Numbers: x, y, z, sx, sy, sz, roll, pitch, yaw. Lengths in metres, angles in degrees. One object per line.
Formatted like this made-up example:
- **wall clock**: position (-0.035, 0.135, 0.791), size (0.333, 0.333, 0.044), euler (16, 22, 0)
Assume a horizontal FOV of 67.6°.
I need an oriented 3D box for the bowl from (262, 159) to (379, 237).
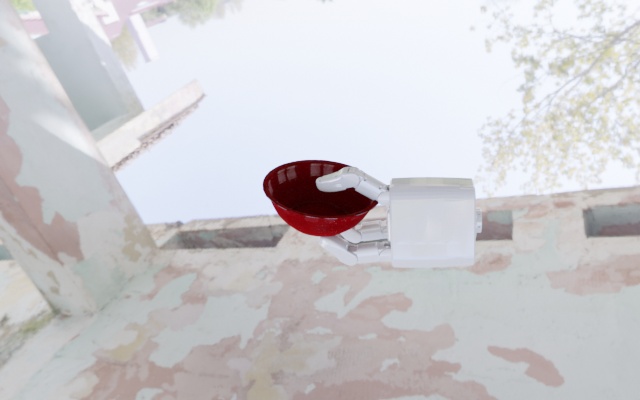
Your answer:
- **bowl**: position (-0.001, 0.002, 0.659), size (0.162, 0.055, 0.162), euler (5, 31, -3)
